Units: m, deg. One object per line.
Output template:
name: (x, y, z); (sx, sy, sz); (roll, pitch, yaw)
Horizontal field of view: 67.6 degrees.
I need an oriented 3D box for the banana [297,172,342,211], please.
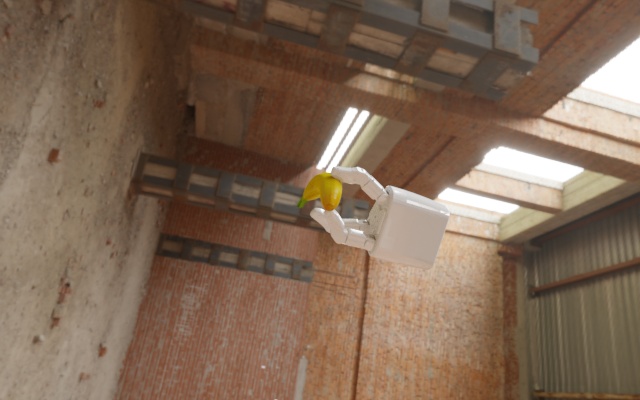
banana: (0.006, -0.015, 0.786); (0.037, 0.069, 0.198); (21, -5, -13)
